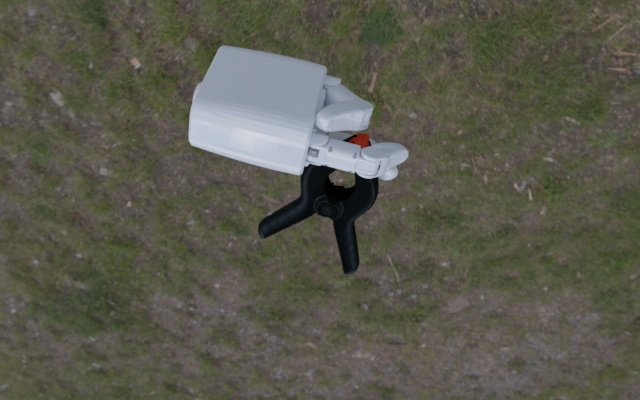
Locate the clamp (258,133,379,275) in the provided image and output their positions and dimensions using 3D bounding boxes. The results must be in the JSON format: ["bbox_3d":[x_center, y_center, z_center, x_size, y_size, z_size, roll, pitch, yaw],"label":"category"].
[{"bbox_3d":[0.000,0.002,0.497,0.120,0.172,0.039,13,35,-2],"label":"clamp"}]
